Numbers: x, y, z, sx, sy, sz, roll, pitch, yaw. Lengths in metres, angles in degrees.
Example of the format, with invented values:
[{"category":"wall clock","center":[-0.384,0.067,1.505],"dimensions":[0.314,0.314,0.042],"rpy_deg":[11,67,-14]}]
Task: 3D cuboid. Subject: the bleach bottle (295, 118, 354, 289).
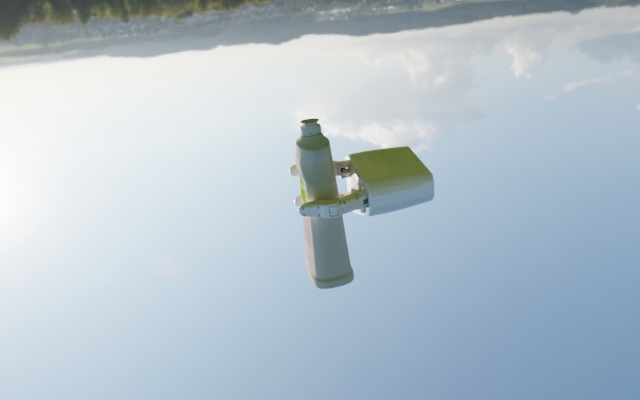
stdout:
[{"category":"bleach bottle","center":[0.000,0.002,0.732],"dimensions":[0.068,0.251,0.102],"rpy_deg":[-11,22,-11]}]
